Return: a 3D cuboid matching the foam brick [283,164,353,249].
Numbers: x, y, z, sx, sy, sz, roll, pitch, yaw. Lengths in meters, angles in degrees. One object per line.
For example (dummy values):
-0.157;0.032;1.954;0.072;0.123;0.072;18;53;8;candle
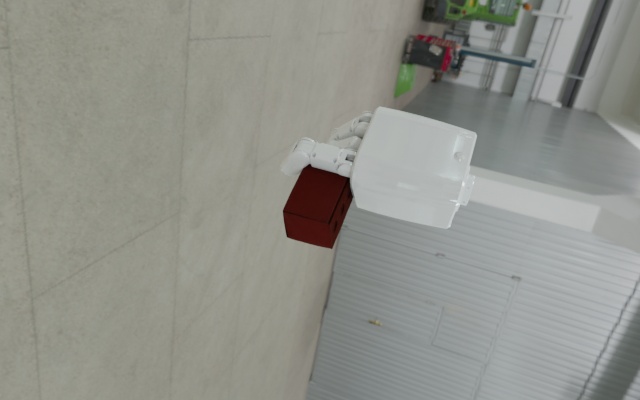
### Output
0.000;0.002;0.498;0.051;0.078;0.053;16;-31;13;foam brick
